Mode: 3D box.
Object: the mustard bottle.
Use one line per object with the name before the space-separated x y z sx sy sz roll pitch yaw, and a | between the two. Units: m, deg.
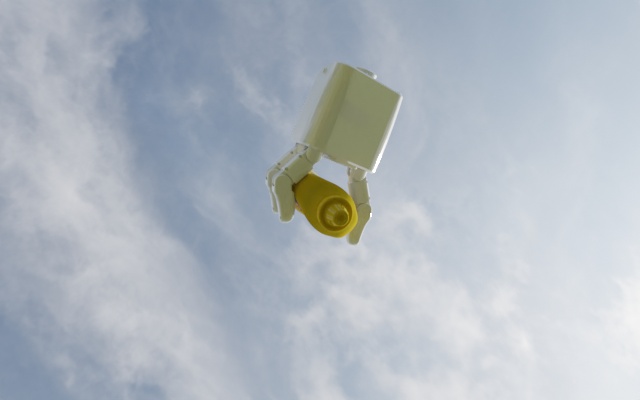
mustard bottle | 0.000 0.002 0.612 0.058 0.096 0.191 -44 17 -3
